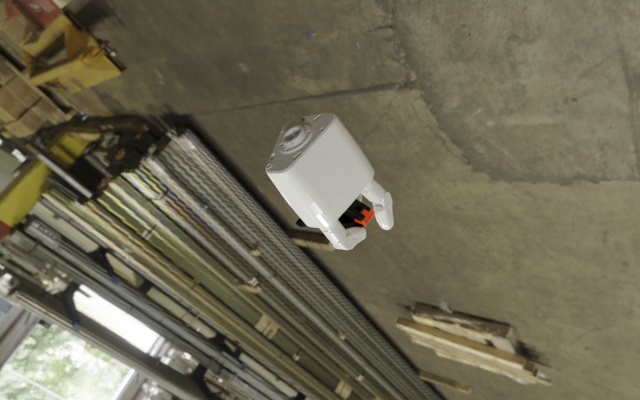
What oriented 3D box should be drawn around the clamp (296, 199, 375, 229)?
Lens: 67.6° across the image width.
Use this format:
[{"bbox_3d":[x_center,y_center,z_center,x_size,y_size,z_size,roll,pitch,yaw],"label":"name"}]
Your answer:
[{"bbox_3d":[0.000,0.003,0.732,0.171,0.039,0.120,3,-39,43],"label":"clamp"}]
